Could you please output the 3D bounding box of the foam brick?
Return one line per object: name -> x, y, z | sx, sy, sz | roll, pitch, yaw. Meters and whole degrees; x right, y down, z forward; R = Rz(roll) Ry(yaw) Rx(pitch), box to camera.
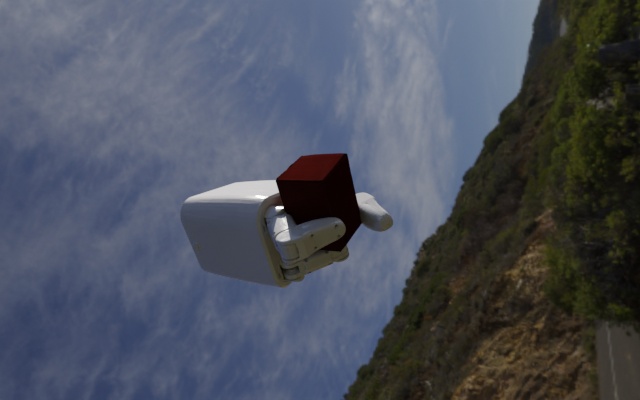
foam brick -> 0.000, 0.001, 0.449 | 0.051, 0.078, 0.053 | 4, 32, 30
